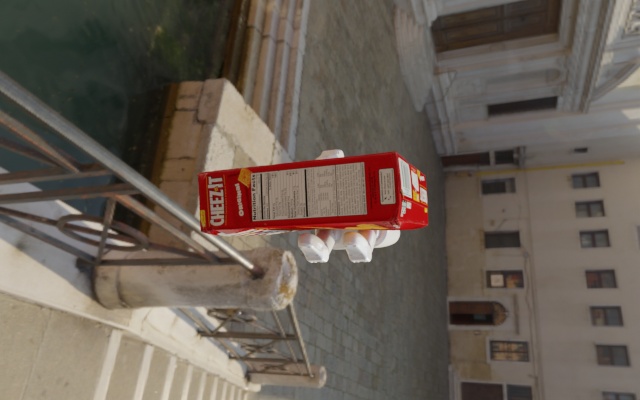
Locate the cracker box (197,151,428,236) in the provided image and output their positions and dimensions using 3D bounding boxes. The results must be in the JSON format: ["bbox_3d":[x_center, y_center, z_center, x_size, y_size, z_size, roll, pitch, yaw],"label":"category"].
[{"bbox_3d":[0.000,0.002,0.532,0.214,0.072,0.164,-5,-6,21],"label":"cracker box"}]
